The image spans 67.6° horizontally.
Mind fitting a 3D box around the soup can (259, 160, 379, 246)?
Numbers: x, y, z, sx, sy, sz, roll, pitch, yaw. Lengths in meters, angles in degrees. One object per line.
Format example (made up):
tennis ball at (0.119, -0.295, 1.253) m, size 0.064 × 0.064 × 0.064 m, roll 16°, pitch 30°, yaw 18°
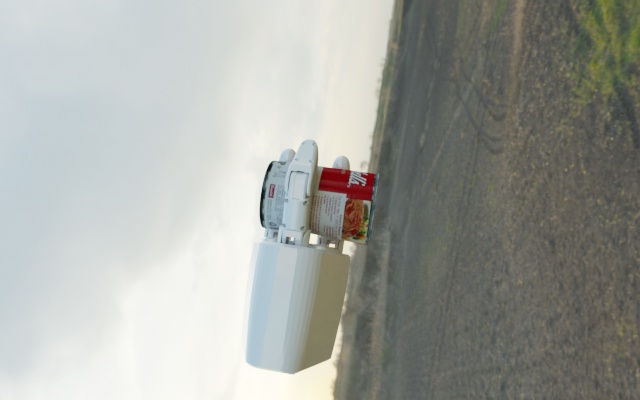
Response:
soup can at (0.000, 0.001, 0.450) m, size 0.102 × 0.068 × 0.068 m, roll 8°, pitch 1°, yaw 6°
